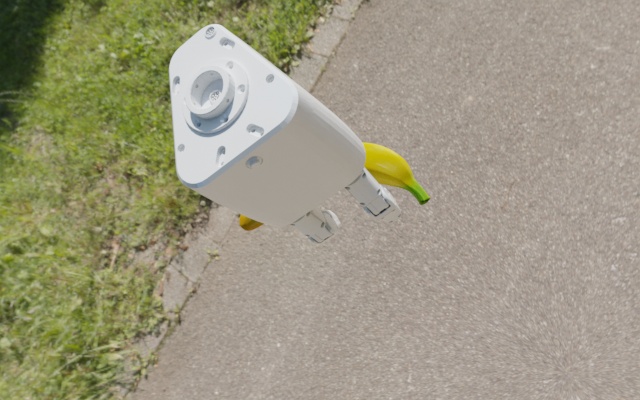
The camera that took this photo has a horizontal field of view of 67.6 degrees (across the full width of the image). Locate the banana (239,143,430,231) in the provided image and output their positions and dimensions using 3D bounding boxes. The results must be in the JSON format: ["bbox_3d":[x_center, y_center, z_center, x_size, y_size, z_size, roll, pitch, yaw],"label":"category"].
[{"bbox_3d":[0.002,-0.017,0.466,0.198,0.069,0.037,-10,-14,23],"label":"banana"}]
